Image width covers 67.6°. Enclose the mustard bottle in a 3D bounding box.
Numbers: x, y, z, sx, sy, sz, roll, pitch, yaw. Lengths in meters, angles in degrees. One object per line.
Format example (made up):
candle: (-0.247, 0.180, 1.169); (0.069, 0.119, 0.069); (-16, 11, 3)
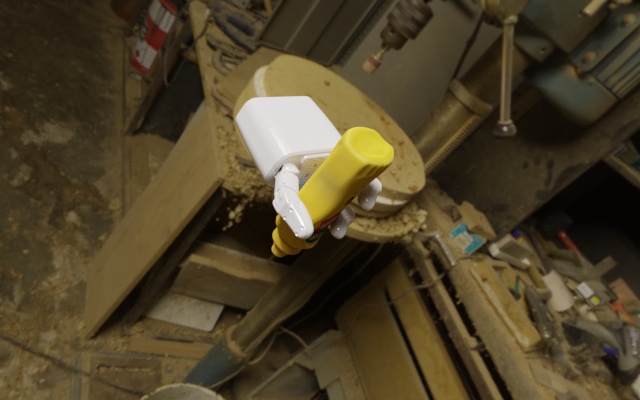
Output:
mustard bottle: (0.000, 0.002, 0.557); (0.192, 0.058, 0.096); (-48, -7, 29)
